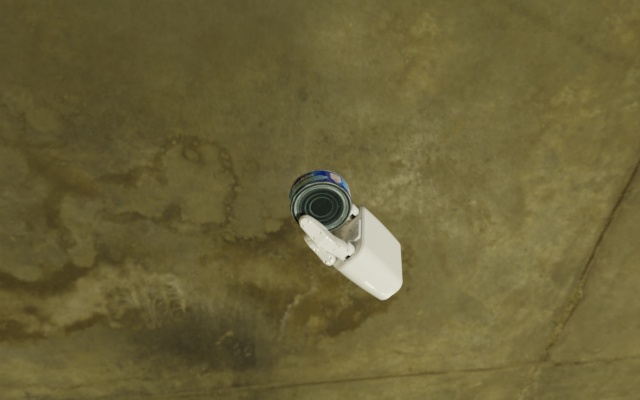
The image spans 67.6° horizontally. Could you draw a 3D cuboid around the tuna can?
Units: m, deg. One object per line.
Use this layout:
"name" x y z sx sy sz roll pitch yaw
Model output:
"tuna can" 0.000 0.002 0.658 0.086 0.086 0.033 0 32 -5
